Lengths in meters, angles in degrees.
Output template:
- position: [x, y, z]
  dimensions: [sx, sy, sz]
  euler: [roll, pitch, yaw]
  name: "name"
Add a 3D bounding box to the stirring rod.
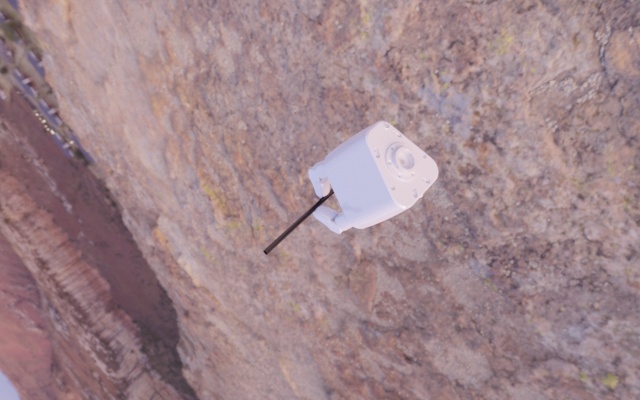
- position: [0.000, 0.002, 0.721]
  dimensions: [0.239, 0.011, 0.011]
  euler: [-42, 25, -31]
  name: "stirring rod"
